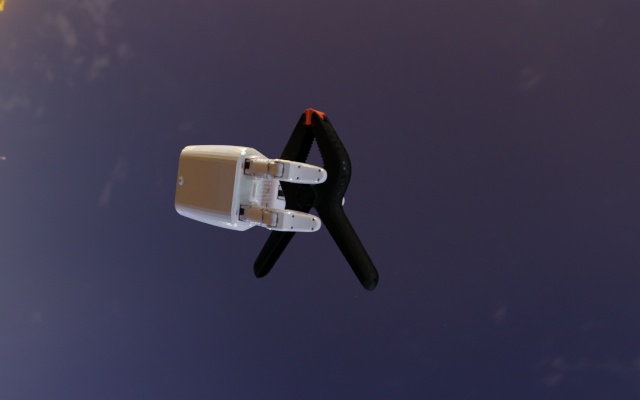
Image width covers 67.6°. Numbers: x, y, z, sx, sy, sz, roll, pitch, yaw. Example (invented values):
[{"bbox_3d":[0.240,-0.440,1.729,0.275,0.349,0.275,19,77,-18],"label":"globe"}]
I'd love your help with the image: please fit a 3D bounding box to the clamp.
[{"bbox_3d":[0.000,0.001,0.553,0.164,0.210,0.036,8,3,29],"label":"clamp"}]
